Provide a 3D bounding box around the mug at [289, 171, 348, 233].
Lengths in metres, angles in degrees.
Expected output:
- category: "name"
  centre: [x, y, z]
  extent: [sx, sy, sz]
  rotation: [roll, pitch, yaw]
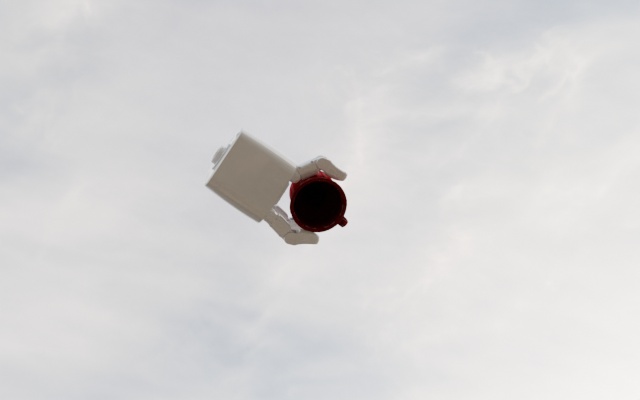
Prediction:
- category: "mug"
  centre: [0.001, 0.003, 0.802]
  extent: [0.117, 0.093, 0.081]
  rotation: [36, 9, -18]
